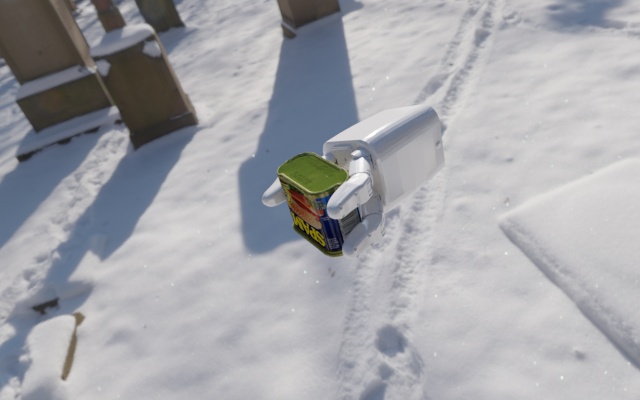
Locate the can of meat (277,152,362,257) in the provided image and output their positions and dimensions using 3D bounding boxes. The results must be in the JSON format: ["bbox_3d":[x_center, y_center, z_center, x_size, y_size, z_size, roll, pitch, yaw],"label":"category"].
[{"bbox_3d":[0.000,0.001,0.535,0.057,0.084,0.102,-31,36,-20],"label":"can of meat"}]
